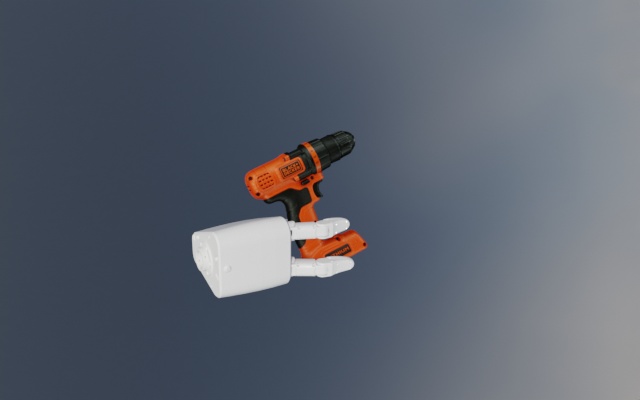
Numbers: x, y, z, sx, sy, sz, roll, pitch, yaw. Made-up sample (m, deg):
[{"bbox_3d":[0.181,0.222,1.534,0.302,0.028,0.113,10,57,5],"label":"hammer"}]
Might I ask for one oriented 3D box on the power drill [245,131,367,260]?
[{"bbox_3d":[0.000,0.003,0.739,0.184,0.187,0.057,-27,6,-13],"label":"power drill"}]
